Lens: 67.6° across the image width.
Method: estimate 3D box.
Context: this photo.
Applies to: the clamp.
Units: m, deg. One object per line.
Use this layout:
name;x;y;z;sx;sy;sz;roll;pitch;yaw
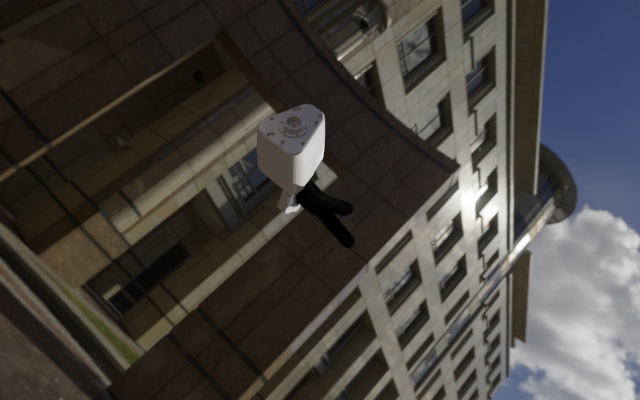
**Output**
clamp;0.000;0.002;0.842;0.039;0.171;0.120;-39;-21;-28
